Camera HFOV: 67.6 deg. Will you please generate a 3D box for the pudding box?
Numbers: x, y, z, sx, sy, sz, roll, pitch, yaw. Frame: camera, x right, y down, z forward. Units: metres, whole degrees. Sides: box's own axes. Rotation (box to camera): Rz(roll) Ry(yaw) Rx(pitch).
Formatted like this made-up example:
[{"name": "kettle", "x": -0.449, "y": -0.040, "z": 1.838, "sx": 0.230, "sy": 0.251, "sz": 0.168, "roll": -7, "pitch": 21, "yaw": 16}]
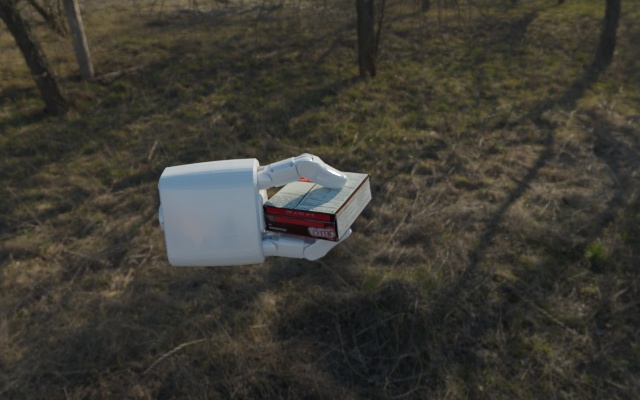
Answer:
[{"name": "pudding box", "x": 0.000, "y": 0.002, "z": 0.552, "sx": 0.090, "sy": 0.039, "sz": 0.113, "roll": 8, "pitch": 31, "yaw": 24}]
